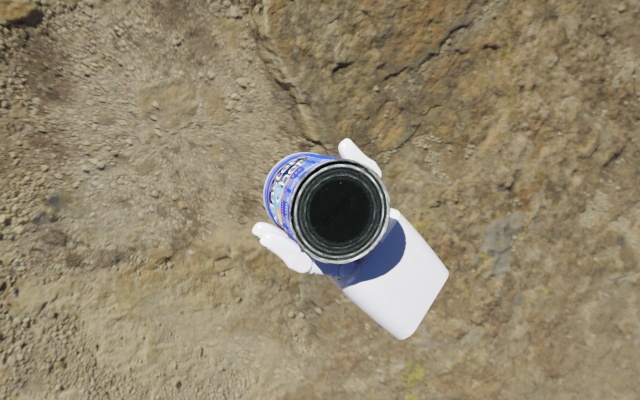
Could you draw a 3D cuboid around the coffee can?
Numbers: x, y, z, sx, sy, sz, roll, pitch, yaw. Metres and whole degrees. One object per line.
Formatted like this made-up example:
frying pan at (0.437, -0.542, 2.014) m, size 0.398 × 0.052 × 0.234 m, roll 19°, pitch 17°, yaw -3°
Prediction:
coffee can at (0.000, 0.002, 0.520) m, size 0.103 × 0.103 × 0.140 m, roll 0°, pitch 8°, yaw -17°
